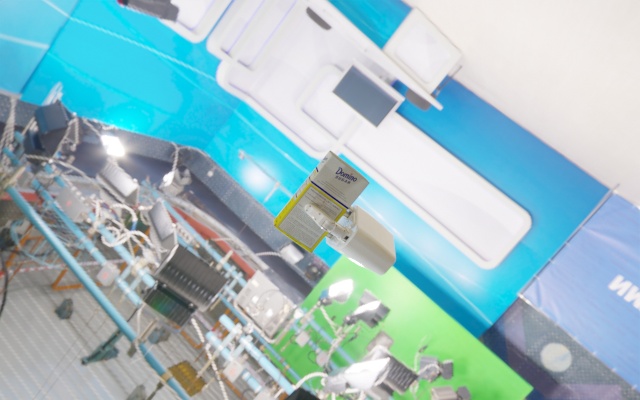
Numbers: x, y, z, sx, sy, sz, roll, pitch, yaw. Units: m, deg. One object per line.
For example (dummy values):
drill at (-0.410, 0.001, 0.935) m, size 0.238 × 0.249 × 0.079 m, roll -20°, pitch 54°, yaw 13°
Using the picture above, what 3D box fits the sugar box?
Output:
sugar box at (0.000, 0.003, 0.897) m, size 0.093 × 0.176 × 0.048 m, roll 37°, pitch 9°, yaw -17°
